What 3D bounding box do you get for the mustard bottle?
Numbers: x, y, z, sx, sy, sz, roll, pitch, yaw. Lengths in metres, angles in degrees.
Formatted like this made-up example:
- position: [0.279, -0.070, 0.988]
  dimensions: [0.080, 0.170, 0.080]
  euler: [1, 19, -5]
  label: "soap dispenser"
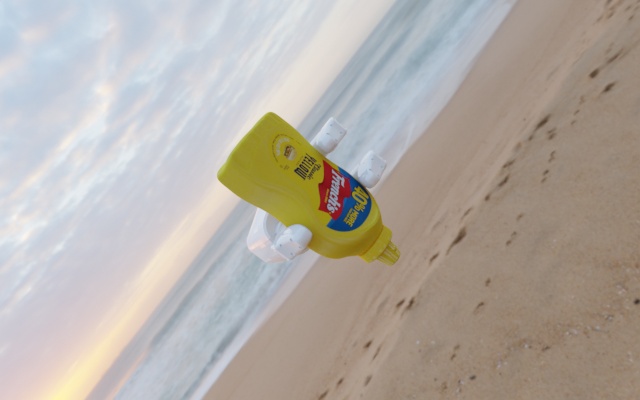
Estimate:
- position: [0.000, 0.001, 0.468]
  dimensions: [0.058, 0.191, 0.096]
  euler: [-45, 11, 41]
  label: "mustard bottle"
